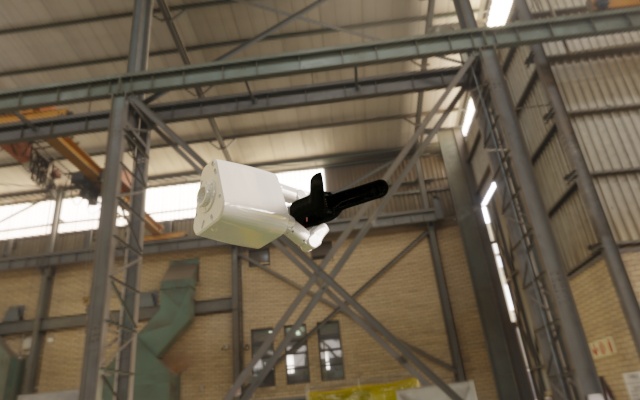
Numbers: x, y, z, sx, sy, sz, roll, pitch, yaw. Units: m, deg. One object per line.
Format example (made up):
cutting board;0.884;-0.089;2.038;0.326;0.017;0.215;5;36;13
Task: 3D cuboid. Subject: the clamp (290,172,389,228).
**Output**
clamp;0.000;0.002;0.686;0.120;0.039;0.171;16;-33;-36
